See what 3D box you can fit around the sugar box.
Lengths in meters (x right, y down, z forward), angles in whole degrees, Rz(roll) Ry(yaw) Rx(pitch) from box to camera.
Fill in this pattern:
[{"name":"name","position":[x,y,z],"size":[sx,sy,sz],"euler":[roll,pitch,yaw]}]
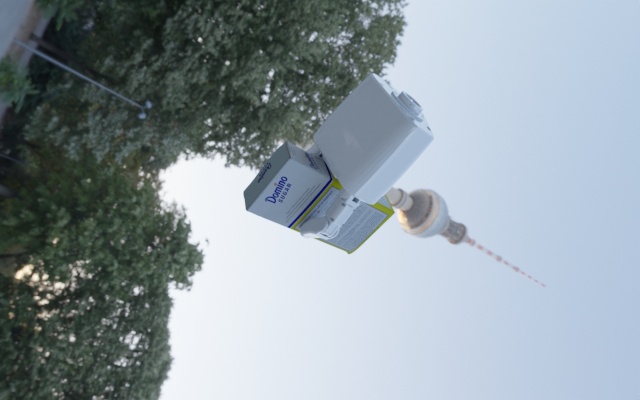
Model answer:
[{"name":"sugar box","position":[0.000,0.002,0.611],"size":[0.176,0.093,0.048],"euler":[28,28,-31]}]
